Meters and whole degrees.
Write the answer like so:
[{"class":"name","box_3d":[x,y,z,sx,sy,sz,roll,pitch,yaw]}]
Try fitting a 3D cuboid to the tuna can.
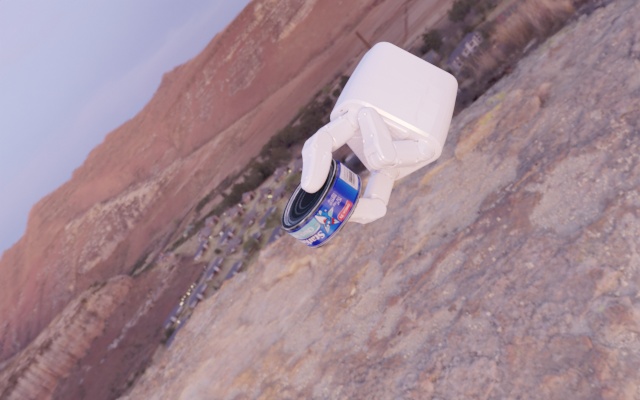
[{"class":"tuna can","box_3d":[0.000,0.001,0.463,0.034,0.086,0.086,35,-14,-21]}]
